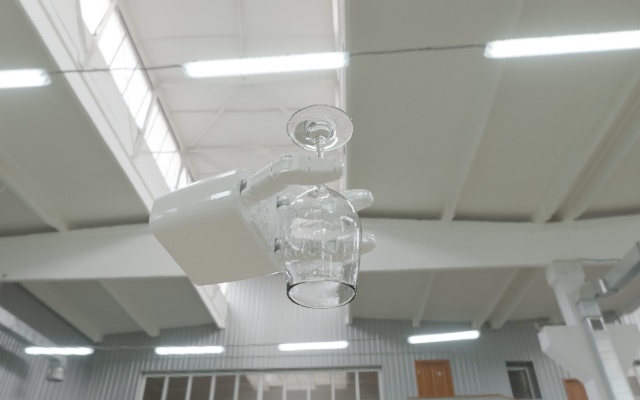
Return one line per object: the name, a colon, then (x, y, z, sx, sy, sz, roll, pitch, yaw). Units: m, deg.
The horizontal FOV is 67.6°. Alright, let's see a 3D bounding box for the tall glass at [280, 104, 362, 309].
tall glass: (0.000, 0.001, 0.474, 0.079, 0.201, 0.079, -1, -35, 0)
